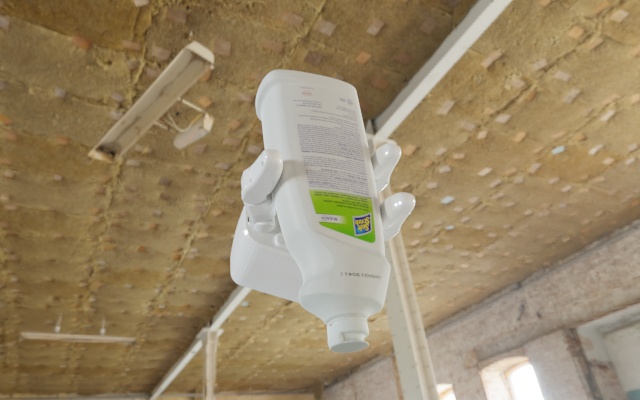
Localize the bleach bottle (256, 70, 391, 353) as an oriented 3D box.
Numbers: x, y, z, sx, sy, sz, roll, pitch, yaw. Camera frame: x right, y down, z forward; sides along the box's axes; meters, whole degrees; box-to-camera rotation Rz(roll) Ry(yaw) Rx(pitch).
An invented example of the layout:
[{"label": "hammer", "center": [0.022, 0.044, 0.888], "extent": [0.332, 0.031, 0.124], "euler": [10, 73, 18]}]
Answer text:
[{"label": "bleach bottle", "center": [0.000, 0.001, 0.412], "extent": [0.102, 0.250, 0.068], "euler": [5, -34, -19]}]
